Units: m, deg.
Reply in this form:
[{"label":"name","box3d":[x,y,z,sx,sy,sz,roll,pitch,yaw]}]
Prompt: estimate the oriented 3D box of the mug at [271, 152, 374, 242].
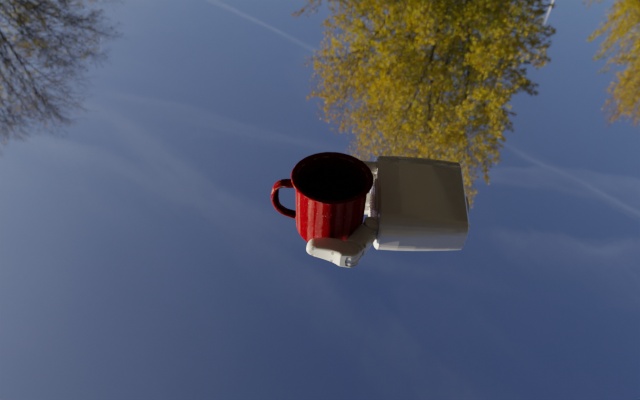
[{"label":"mug","box3d":[-0.001,0.002,0.562,0.117,0.082,0.093,3,42,1]}]
